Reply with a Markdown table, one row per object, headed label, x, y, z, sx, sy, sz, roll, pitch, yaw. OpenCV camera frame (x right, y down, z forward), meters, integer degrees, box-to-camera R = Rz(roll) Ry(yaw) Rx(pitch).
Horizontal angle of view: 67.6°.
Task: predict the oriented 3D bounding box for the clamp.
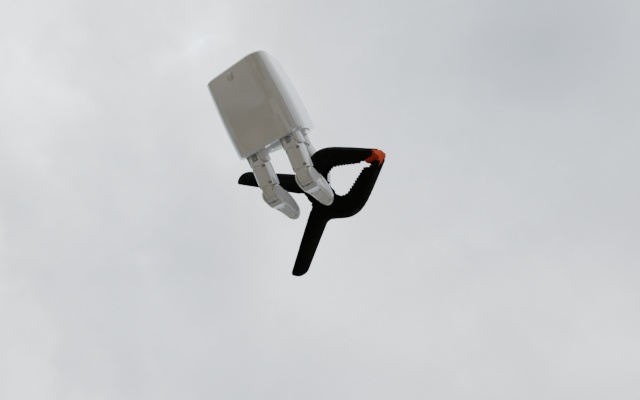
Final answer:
| label | x | y | z | sx | sy | sz | roll | pitch | yaw |
| --- | --- | --- | --- | --- | --- | --- | --- | --- | --- |
| clamp | 0.001 | 0.001 | 0.630 | 0.210 | 0.164 | 0.036 | -25 | 2 | 29 |
